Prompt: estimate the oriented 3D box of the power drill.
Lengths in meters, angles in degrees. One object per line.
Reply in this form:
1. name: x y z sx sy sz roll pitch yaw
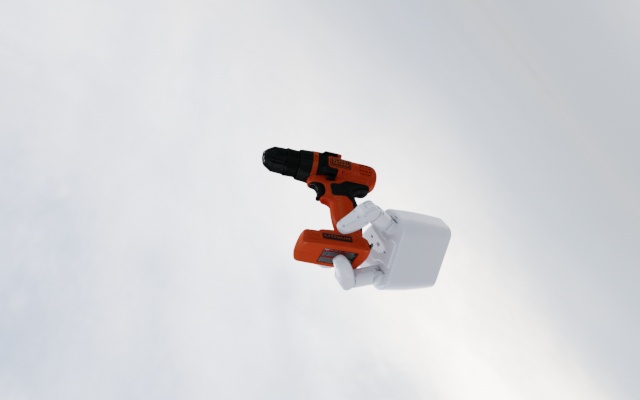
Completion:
1. power drill: 0.000 0.003 0.700 0.184 0.187 0.057 10 -40 -13
